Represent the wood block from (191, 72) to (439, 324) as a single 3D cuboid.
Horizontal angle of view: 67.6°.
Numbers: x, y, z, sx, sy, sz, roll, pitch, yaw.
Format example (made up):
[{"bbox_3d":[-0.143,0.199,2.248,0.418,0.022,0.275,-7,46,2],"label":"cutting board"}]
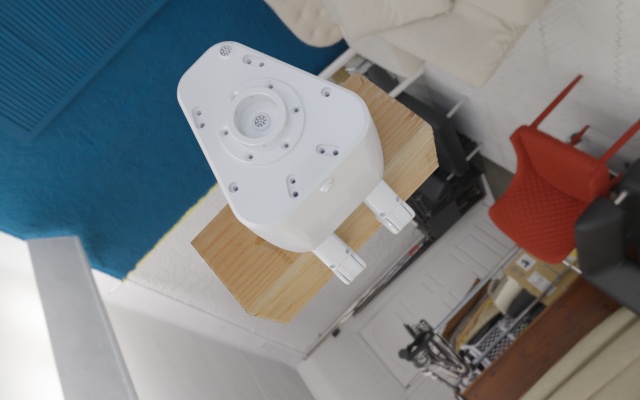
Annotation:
[{"bbox_3d":[0.000,0.001,0.430,0.090,0.206,0.090,44,-1,25],"label":"wood block"}]
